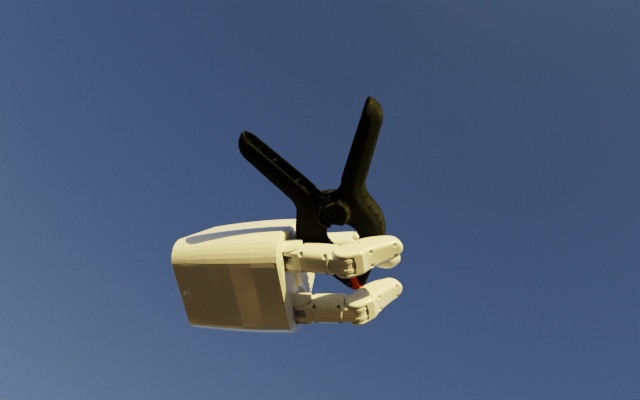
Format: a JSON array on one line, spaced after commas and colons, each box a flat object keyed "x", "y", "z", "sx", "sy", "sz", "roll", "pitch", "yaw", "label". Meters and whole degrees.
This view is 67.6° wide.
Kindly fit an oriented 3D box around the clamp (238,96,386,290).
[{"x": 0.000, "y": 0.001, "z": 0.413, "sx": 0.120, "sy": 0.171, "sz": 0.039, "roll": -3, "pitch": 22, "yaw": 14, "label": "clamp"}]
